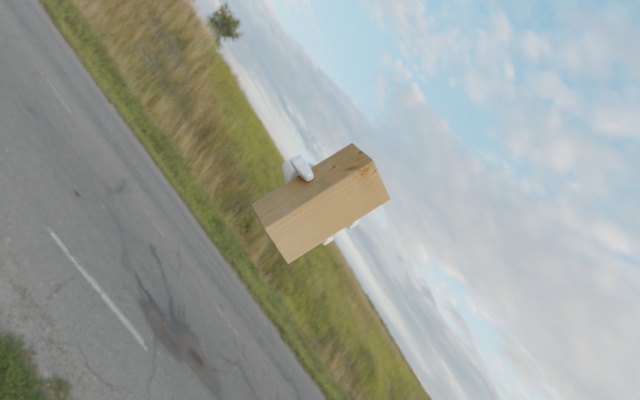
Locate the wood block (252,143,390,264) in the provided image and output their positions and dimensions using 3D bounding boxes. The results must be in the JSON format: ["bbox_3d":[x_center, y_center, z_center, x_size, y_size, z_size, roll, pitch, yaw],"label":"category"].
[{"bbox_3d":[0.000,0.002,0.816,0.206,0.091,0.090,-32,34,-4],"label":"wood block"}]
